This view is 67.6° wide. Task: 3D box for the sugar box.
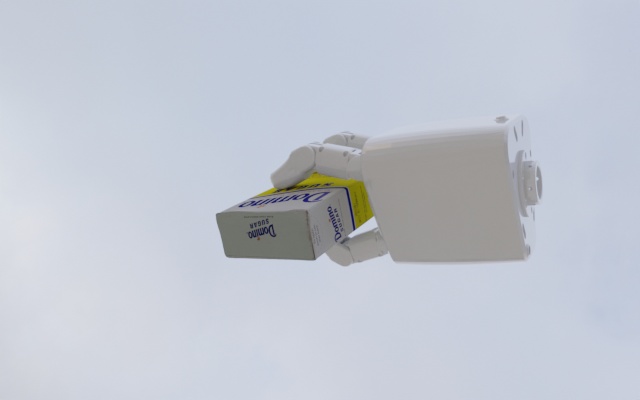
[{"bbox_3d":[0.000,0.001,0.434,0.093,0.048,0.176,-3,13,33],"label":"sugar box"}]
